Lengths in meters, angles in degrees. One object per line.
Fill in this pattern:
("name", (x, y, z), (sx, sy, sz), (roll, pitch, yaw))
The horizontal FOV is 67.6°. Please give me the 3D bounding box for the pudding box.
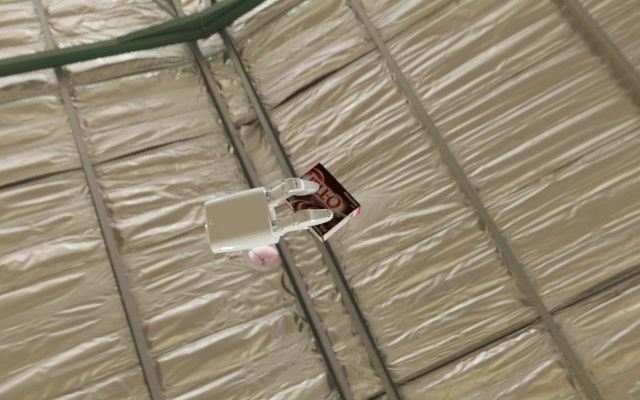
("pudding box", (0.000, 0.003, 0.823), (0.090, 0.113, 0.039), (-39, -17, -12))
